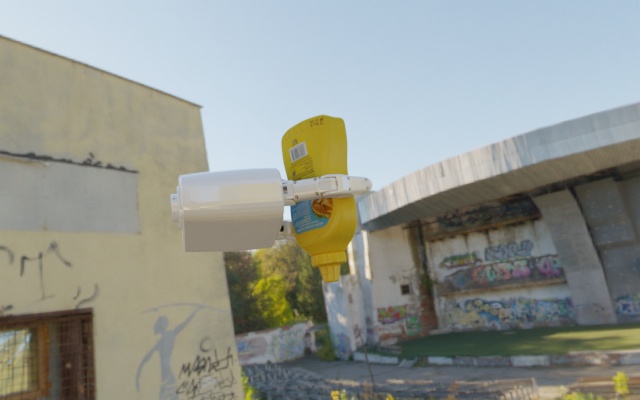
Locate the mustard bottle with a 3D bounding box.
[{"bbox_3d":[0.000,0.002,0.573,0.058,0.191,0.096,3,-15,-41],"label":"mustard bottle"}]
